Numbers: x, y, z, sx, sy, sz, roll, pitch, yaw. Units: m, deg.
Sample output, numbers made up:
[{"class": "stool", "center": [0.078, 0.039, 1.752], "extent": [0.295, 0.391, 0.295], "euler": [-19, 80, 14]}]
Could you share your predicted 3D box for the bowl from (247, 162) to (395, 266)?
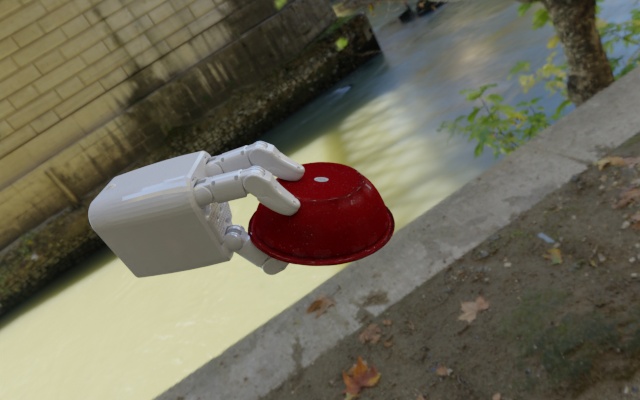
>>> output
[{"class": "bowl", "center": [0.001, 0.001, 0.514], "extent": [0.162, 0.055, 0.162], "euler": [-1, 29, 1]}]
